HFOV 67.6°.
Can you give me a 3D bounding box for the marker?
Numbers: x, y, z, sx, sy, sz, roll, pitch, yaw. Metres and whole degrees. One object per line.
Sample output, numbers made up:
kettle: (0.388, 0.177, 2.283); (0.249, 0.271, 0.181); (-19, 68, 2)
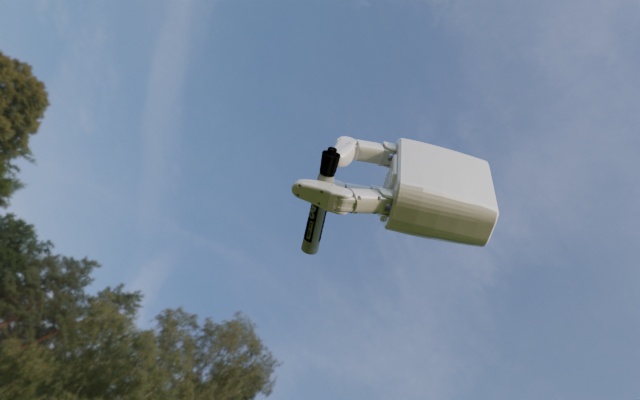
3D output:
marker: (0.000, 0.002, 0.497); (0.020, 0.121, 0.020); (11, 26, -5)
